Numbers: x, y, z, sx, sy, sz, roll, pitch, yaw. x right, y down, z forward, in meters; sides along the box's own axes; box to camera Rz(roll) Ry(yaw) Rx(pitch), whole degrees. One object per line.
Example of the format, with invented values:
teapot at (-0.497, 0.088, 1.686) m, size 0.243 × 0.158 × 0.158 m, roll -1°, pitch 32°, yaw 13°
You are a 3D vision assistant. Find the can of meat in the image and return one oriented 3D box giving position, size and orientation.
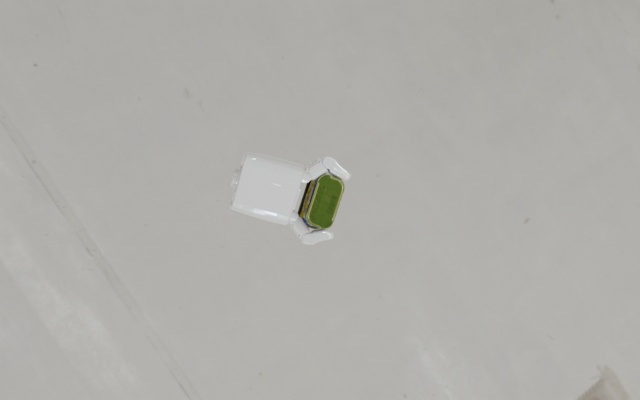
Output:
can of meat at (0.000, 0.003, 0.880) m, size 0.057 × 0.102 × 0.084 m, roll 19°, pitch -5°, yaw -12°
